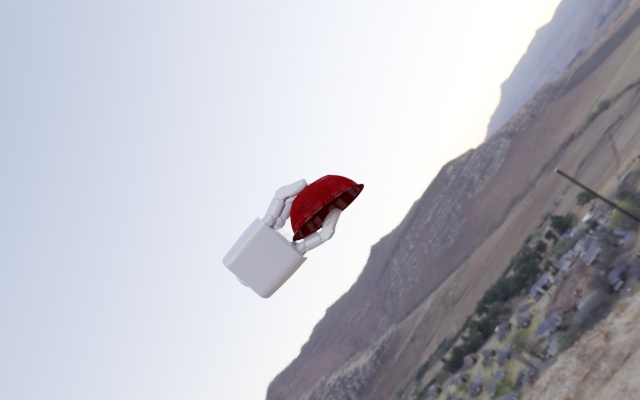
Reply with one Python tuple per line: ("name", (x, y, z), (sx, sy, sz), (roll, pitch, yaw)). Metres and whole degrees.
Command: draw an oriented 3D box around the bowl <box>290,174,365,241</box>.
("bowl", (0.001, 0.002, 0.854), (0.162, 0.055, 0.162), (-36, -12, -9))
